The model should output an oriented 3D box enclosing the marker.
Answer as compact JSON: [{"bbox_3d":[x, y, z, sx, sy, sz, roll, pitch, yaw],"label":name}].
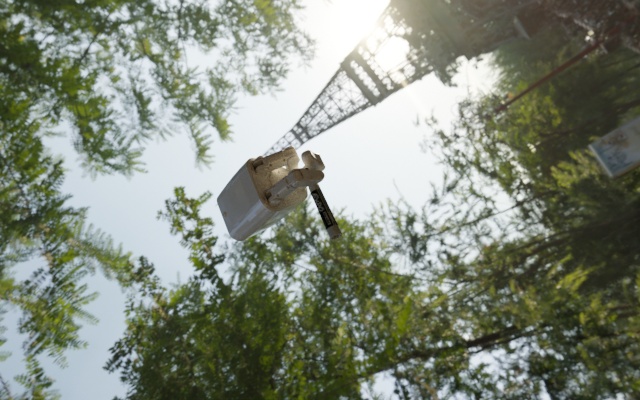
[{"bbox_3d":[0.000,0.002,0.719,0.020,0.121,0.020,-21,-22,-9],"label":"marker"}]
